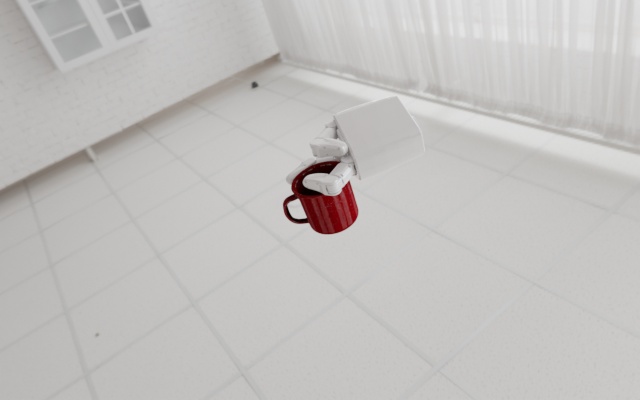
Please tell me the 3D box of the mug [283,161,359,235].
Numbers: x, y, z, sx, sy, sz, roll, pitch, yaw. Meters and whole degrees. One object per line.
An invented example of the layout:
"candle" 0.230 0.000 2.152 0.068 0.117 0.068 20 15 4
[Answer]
"mug" -0.001 0.003 0.736 0.117 0.081 0.093 -21 34 -1
